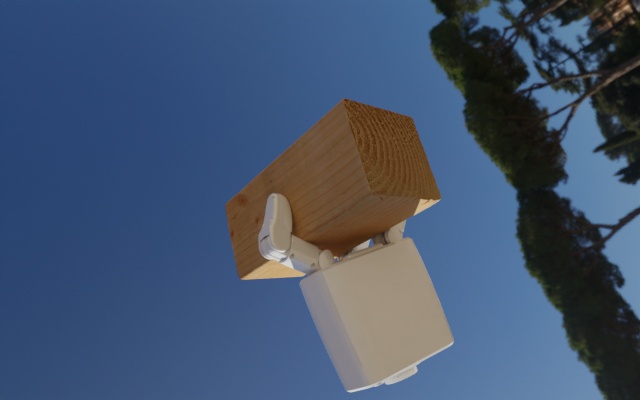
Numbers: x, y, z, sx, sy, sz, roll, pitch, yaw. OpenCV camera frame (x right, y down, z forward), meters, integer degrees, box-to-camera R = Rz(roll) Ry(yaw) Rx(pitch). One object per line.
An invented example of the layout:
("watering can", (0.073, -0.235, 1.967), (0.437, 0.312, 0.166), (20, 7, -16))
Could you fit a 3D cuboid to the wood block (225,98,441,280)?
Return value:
("wood block", (0.000, 0.002, 0.469), (0.091, 0.090, 0.206), (4, -28, -40))
